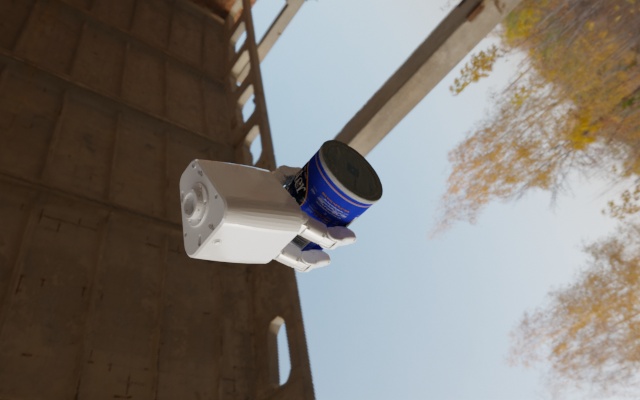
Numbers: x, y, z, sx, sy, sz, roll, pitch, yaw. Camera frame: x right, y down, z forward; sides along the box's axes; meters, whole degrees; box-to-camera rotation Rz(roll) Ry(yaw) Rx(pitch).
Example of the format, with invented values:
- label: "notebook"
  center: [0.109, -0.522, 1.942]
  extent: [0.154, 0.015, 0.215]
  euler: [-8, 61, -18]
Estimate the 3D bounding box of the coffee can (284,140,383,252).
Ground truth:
- label: "coffee can"
  center: [0.000, 0.002, 0.648]
  extent: [0.103, 0.102, 0.140]
  euler: [0, -37, -49]
